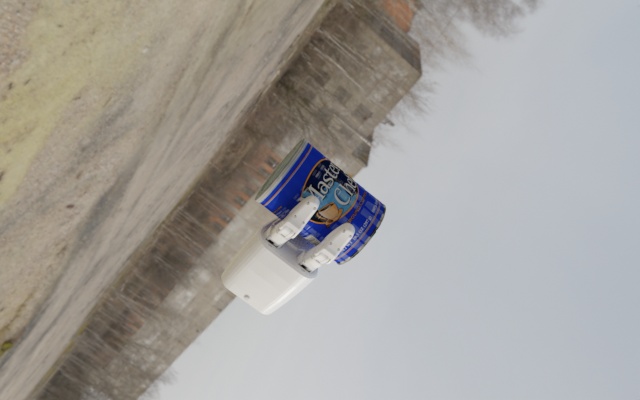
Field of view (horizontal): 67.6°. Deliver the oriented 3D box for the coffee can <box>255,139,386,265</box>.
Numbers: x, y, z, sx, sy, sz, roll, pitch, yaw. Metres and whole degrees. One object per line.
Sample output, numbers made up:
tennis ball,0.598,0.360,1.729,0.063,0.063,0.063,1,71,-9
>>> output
coffee can,0.000,0.002,0.628,0.140,0.103,0.103,39,-8,-10
